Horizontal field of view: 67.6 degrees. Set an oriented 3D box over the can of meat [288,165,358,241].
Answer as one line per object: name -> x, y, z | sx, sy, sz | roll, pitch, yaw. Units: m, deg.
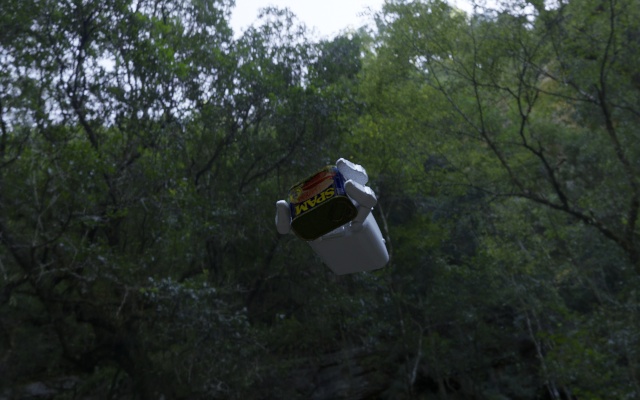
can of meat -> 0.000, 0.002, 0.751 | 0.102, 0.083, 0.057 | -28, -50, 14
